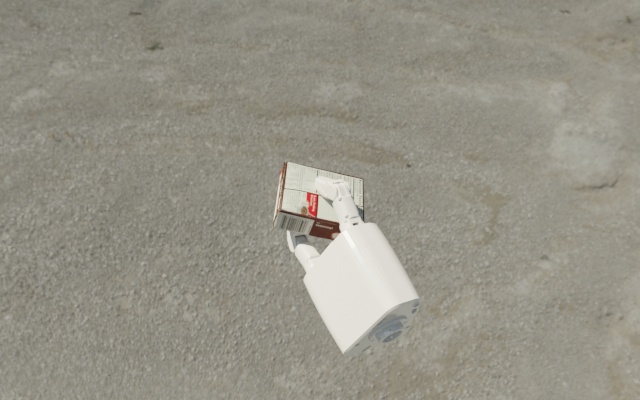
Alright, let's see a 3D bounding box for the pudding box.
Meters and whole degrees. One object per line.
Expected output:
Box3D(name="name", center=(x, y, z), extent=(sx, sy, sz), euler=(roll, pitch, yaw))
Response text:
Box3D(name="pudding box", center=(0.000, 0.002, 0.617), extent=(0.113, 0.090, 0.039), euler=(14, -43, -11))
